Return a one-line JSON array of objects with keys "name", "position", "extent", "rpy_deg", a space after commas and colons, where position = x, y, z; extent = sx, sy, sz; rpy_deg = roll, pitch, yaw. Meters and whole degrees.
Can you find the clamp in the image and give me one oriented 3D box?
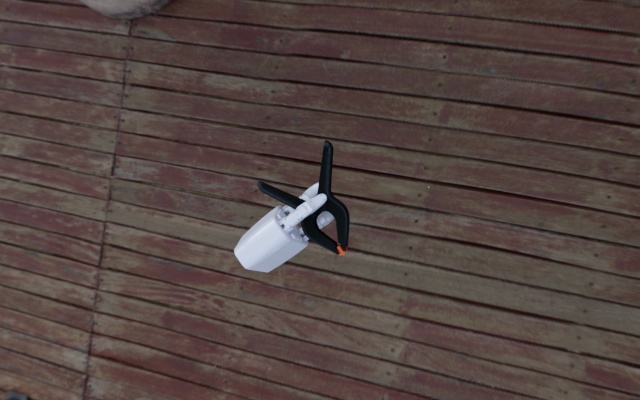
[{"name": "clamp", "position": [0.000, 0.004, 0.899], "extent": [0.164, 0.210, 0.036], "rpy_deg": [-37, -6, 12]}]
